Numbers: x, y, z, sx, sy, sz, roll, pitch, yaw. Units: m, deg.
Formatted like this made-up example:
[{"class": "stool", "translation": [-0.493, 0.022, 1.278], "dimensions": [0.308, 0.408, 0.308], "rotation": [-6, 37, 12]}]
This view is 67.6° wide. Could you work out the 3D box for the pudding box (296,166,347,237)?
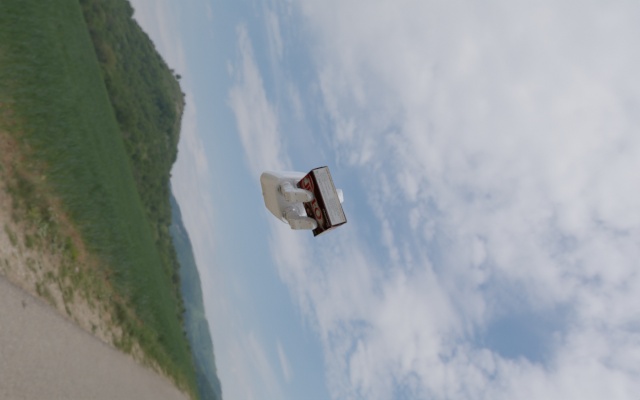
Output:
[{"class": "pudding box", "translation": [0.000, 0.003, 0.885], "dimensions": [0.039, 0.113, 0.090], "rotation": [-18, -8, -24]}]
